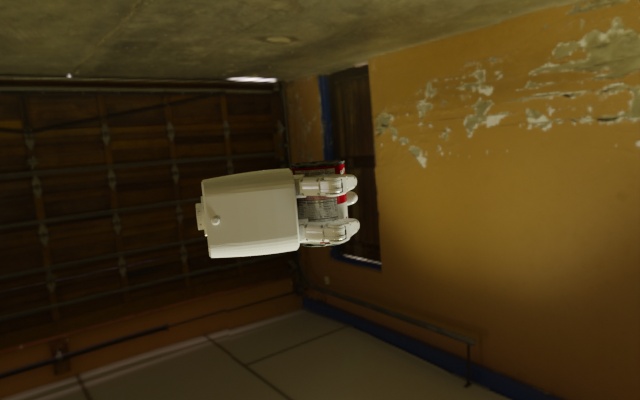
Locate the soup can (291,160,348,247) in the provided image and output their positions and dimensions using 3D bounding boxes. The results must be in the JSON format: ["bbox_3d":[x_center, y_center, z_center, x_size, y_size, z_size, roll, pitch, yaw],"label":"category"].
[{"bbox_3d":[0.001,0.002,0.607,0.068,0.102,0.068,-4,7,1],"label":"soup can"}]
